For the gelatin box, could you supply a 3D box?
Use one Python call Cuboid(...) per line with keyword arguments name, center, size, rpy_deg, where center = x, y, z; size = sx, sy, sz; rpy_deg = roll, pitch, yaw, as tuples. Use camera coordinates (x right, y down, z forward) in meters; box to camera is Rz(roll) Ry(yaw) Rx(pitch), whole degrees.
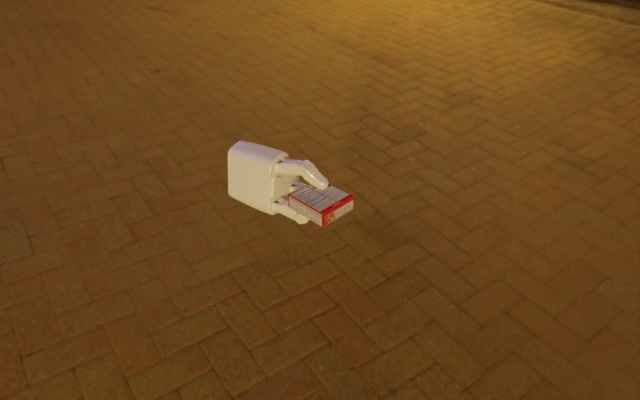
Cuboid(name="gelatin box", center=(0.000, 0.002, 0.798), size=(0.073, 0.030, 0.089), rpy_deg=(-29, 40, -34))
